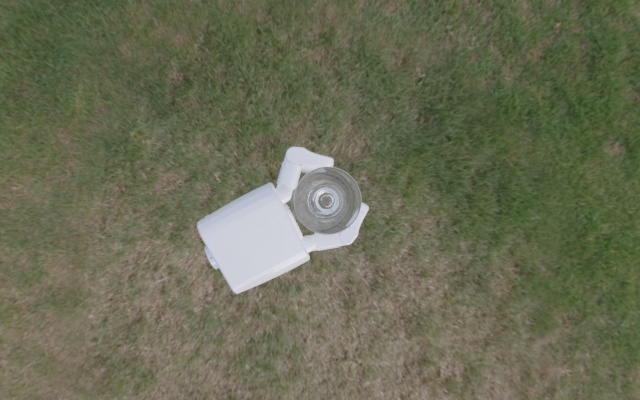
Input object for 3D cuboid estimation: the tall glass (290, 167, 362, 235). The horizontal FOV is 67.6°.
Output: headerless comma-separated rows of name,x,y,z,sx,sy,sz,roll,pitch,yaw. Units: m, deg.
tall glass,0.000,0.002,0.615,0.079,0.079,0.201,0,-1,-4
